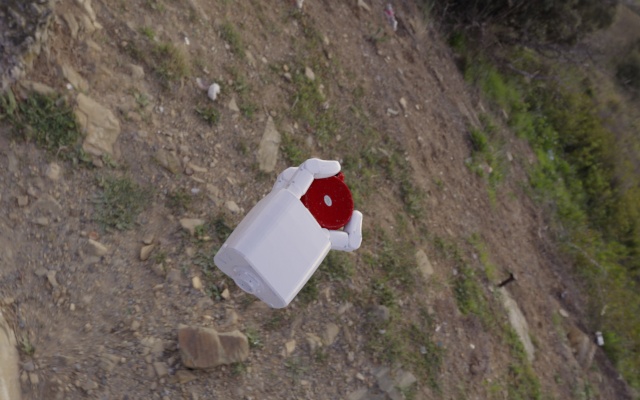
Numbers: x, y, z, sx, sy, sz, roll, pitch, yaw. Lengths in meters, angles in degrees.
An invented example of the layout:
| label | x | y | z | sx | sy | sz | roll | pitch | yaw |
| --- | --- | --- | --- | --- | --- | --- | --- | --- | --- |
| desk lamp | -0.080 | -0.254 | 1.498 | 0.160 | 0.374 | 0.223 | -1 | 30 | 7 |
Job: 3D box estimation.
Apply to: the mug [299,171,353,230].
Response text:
| label | x | y | z | sx | sy | sz | roll | pitch | yaw |
| --- | --- | --- | --- | --- | --- | --- | --- | --- | --- |
| mug | 0.001 | 0.001 | 0.694 | 0.093 | 0.117 | 0.081 | 44 | -32 | -12 |
